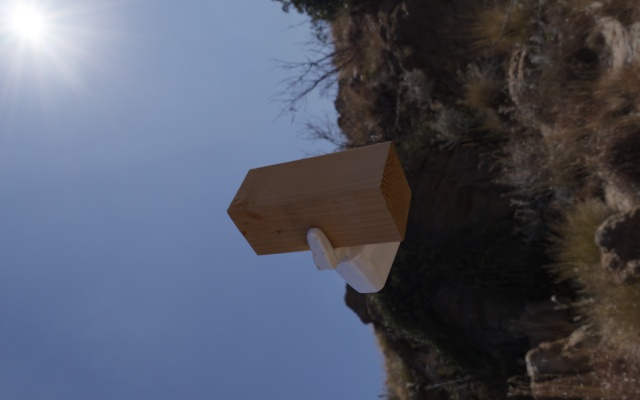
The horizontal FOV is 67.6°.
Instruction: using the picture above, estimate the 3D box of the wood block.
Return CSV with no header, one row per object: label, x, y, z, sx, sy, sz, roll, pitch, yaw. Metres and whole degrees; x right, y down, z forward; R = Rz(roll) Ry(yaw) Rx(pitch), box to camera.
wood block,0.000,0.003,0.611,0.206,0.090,0.090,-9,39,26
